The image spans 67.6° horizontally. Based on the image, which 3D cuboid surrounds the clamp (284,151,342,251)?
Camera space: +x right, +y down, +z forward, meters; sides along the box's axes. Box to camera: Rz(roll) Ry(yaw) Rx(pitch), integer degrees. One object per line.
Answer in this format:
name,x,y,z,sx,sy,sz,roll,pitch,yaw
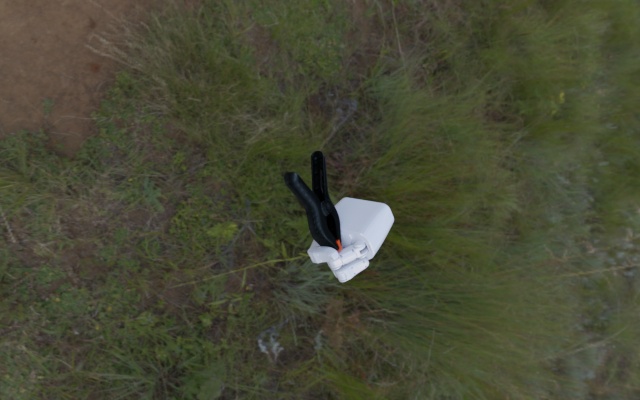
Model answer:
clamp,0.001,0.003,0.797,0.039,0.171,0.120,-4,30,33
